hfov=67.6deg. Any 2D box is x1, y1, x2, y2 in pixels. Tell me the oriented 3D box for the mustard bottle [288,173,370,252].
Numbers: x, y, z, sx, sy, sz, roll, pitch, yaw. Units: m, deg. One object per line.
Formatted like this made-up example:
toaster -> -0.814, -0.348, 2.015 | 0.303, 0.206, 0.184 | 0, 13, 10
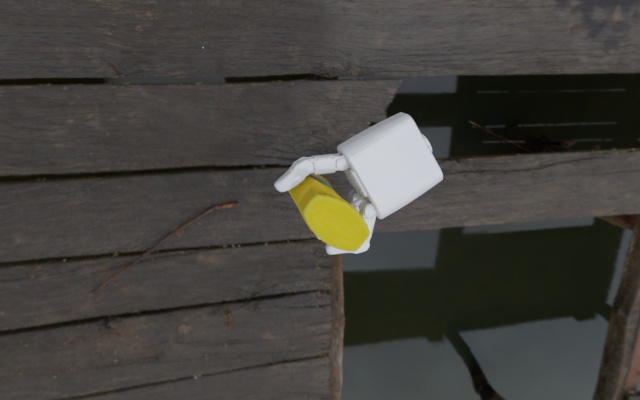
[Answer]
mustard bottle -> 0.000, 0.003, 0.678 | 0.096, 0.058, 0.191 | 35, 6, -21
